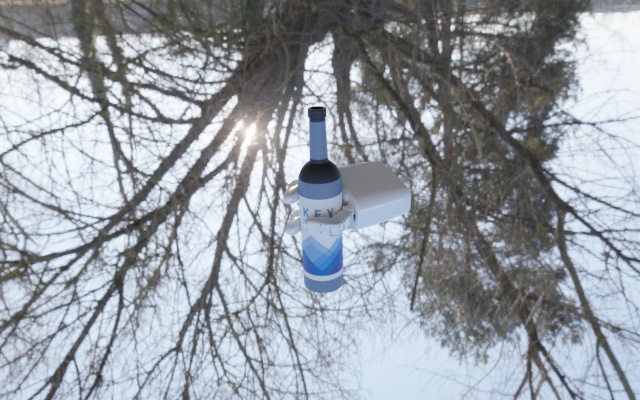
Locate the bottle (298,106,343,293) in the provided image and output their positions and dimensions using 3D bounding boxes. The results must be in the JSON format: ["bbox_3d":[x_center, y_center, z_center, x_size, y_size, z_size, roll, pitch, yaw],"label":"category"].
[{"bbox_3d":[0.000,0.003,0.740,0.069,0.296,0.069,-2,24,1],"label":"bottle"}]
